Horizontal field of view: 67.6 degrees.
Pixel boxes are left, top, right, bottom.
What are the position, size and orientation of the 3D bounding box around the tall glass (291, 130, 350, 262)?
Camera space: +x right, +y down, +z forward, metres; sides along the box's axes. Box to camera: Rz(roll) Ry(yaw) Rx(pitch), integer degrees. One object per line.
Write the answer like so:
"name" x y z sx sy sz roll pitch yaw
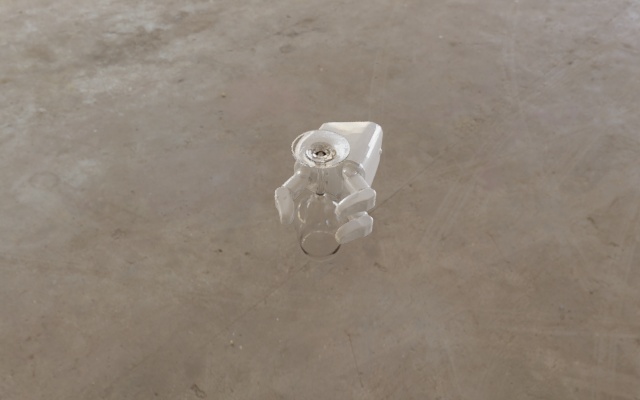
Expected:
"tall glass" 0.000 0.002 0.671 0.079 0.079 0.201 0 -44 0
